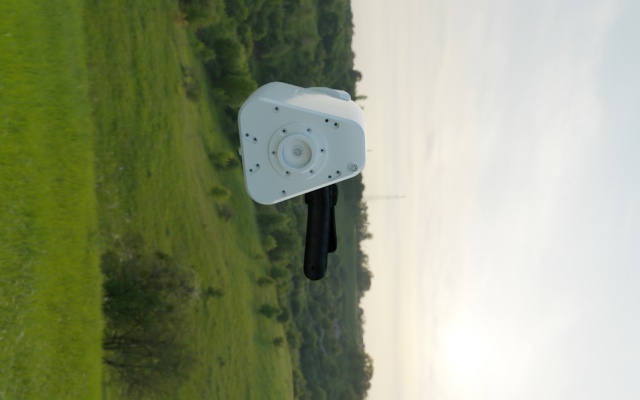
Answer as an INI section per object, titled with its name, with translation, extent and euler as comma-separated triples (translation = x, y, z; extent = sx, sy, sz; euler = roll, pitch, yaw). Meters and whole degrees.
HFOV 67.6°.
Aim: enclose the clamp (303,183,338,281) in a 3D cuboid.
[clamp]
translation = 0.001, 0.002, 0.535
extent = 0.039, 0.171, 0.120
euler = -2, 18, 4
